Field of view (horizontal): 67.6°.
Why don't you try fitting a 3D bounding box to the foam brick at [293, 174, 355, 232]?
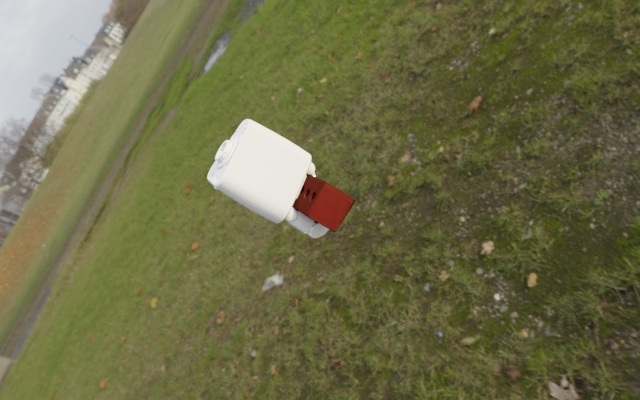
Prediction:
[{"bbox_3d":[0.000,0.002,0.661,0.051,0.053,0.078,32,-2,-25],"label":"foam brick"}]
